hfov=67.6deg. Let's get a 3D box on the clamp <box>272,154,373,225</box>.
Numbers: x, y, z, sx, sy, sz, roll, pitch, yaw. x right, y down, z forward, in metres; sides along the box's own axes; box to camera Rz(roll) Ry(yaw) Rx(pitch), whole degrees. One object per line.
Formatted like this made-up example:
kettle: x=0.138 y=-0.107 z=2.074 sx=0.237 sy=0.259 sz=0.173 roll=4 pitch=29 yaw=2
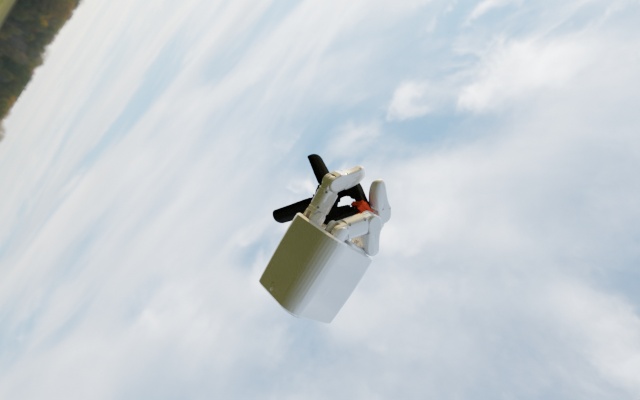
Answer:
clamp: x=0.001 y=0.002 z=0.678 sx=0.039 sy=0.120 sz=0.171 roll=32 pitch=-1 yaw=-37
